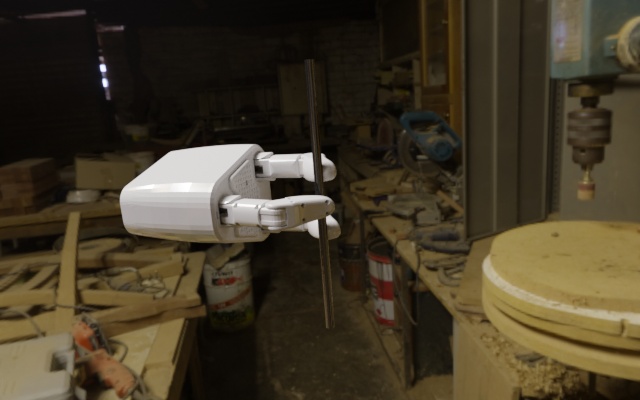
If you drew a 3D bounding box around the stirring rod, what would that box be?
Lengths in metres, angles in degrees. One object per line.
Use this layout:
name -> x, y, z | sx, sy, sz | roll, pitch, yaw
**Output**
stirring rod -> 0.000, 0.001, 0.419 | 0.011, 0.239, 0.011 | -4, 13, 1
